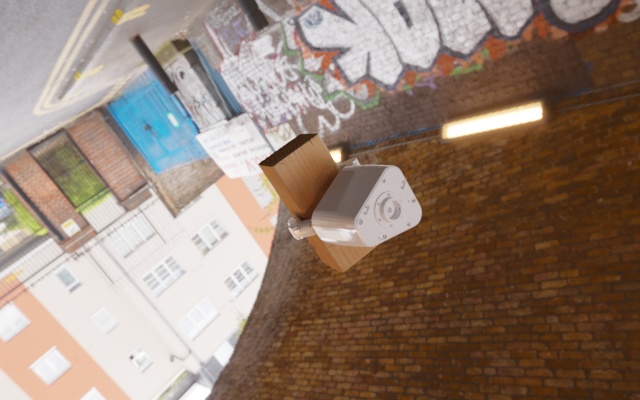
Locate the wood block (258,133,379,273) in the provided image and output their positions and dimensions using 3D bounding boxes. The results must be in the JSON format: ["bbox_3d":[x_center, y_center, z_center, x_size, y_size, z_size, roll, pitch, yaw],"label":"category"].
[{"bbox_3d":[0.000,0.003,0.771,0.091,0.206,0.090,-37,19,-14],"label":"wood block"}]
